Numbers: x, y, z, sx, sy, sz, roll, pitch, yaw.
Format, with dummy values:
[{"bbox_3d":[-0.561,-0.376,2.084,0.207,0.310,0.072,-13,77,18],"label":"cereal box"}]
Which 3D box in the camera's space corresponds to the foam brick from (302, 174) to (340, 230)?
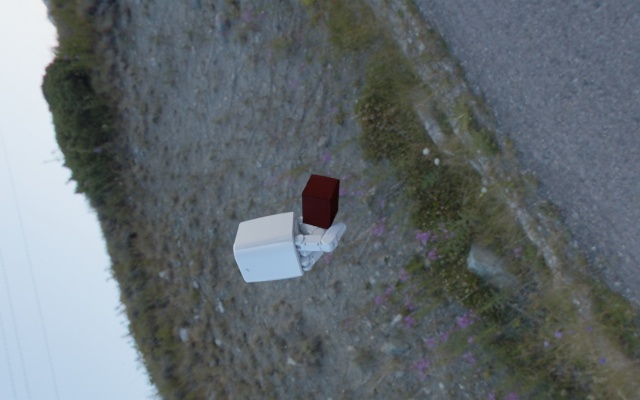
[{"bbox_3d":[0.000,0.002,0.817,0.051,0.078,0.053,15,47,13],"label":"foam brick"}]
